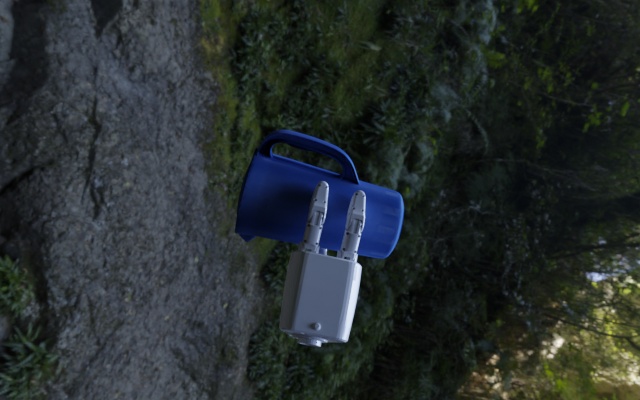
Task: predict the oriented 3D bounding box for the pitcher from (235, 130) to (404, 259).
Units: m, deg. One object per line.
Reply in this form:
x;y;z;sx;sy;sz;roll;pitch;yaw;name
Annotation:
0.000;0.003;0.727;0.243;0.145;0.149;13;-24;-6;pitcher
